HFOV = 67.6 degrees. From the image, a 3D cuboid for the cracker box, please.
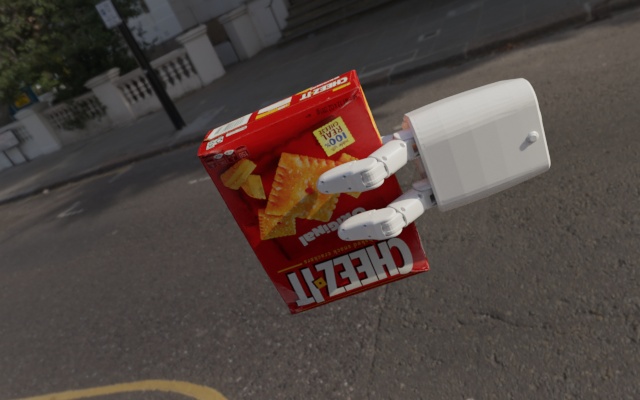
[{"bbox_3d":[0.000,0.001,0.491,0.164,0.214,0.072,-20,26,11],"label":"cracker box"}]
